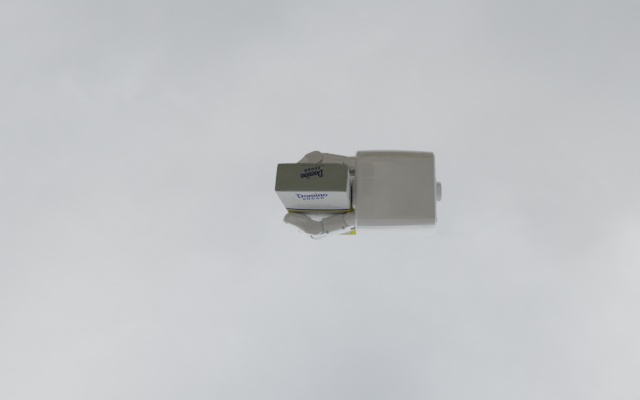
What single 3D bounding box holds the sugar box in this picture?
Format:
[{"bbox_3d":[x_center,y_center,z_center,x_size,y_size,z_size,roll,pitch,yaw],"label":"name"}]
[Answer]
[{"bbox_3d":[0.000,0.002,0.672,0.093,0.048,0.176,1,-24,8],"label":"sugar box"}]
